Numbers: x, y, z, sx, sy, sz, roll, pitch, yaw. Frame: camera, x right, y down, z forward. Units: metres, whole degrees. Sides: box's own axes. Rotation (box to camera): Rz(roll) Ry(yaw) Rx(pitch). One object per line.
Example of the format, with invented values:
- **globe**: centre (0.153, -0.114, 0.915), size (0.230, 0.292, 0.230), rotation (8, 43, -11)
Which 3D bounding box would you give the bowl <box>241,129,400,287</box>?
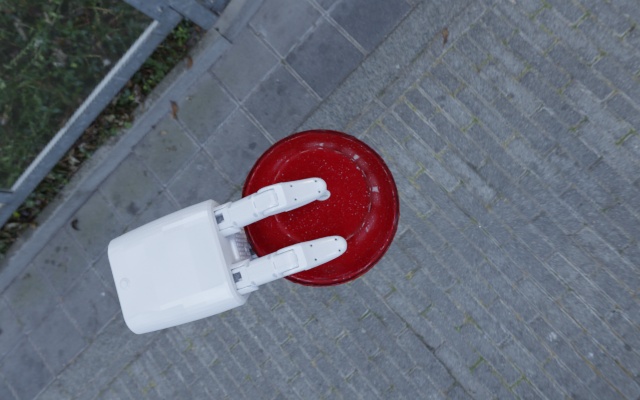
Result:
- **bowl**: centre (0.001, 0.001, 0.458), size (0.162, 0.162, 0.055), rotation (0, -9, -1)
